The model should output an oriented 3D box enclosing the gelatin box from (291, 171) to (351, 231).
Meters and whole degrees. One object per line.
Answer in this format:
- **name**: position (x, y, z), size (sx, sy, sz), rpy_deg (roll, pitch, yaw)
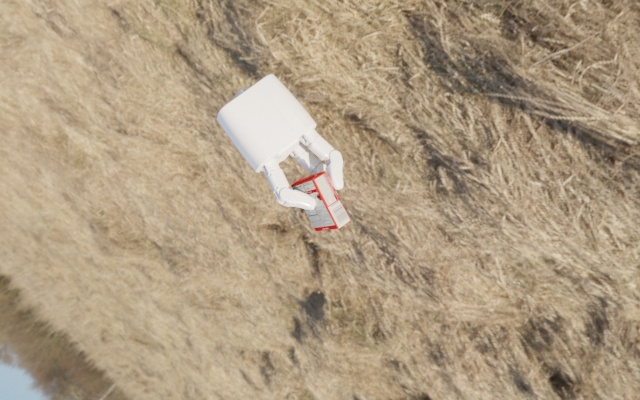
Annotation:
- **gelatin box**: position (0.000, 0.003, 0.743), size (0.030, 0.089, 0.073), rpy_deg (-32, 9, -29)
